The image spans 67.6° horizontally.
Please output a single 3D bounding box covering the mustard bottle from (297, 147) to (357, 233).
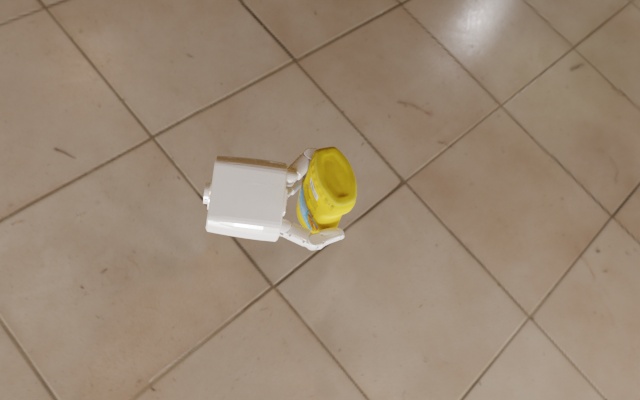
[{"bbox_3d":[0.001,0.002,0.745,0.058,0.096,0.192,-14,-20,-19],"label":"mustard bottle"}]
